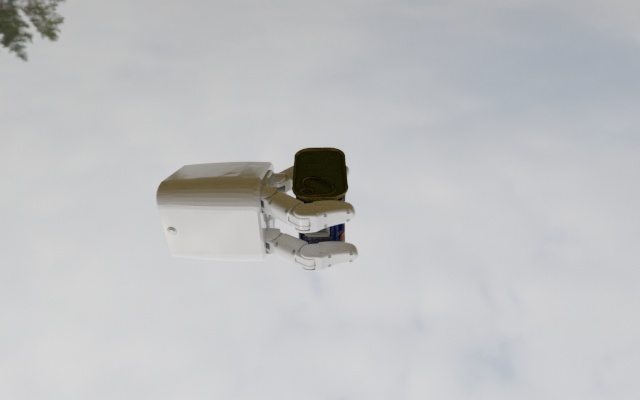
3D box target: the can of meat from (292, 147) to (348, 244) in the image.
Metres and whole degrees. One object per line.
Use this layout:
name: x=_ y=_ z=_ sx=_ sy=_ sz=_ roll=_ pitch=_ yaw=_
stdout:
can of meat: x=0.000 y=0.002 z=0.531 sx=0.057 sy=0.084 sz=0.102 roll=-1 pitch=35 yaw=0
